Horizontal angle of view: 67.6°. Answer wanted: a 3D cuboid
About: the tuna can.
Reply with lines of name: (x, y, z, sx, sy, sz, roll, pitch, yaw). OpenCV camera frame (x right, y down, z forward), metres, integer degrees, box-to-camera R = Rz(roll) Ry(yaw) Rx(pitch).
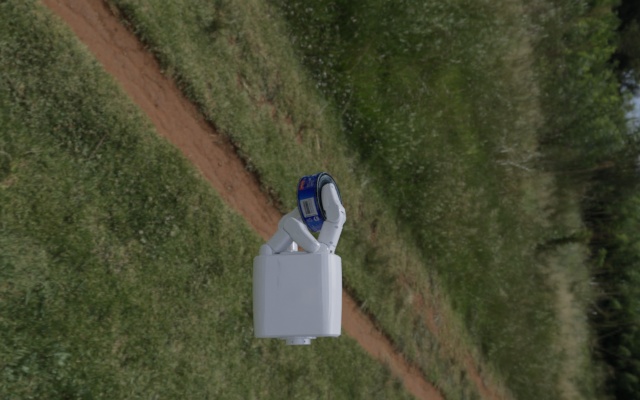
tuna can: (0.001, 0.002, 0.697, 0.034, 0.086, 0.086, -13, -5, 25)
